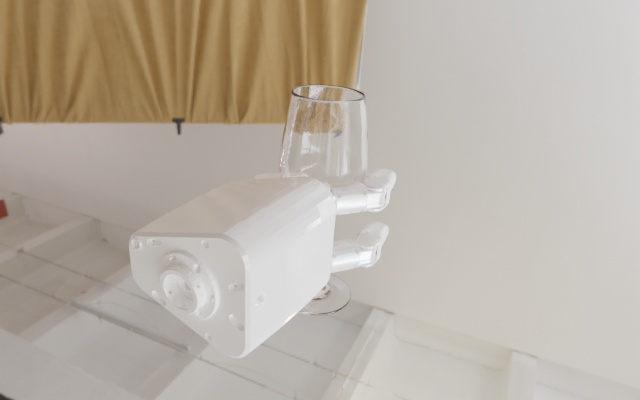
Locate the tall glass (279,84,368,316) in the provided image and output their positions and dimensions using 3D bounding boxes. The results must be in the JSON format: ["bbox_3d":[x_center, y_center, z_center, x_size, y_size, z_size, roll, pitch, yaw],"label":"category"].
[{"bbox_3d":[0.000,0.002,0.434,0.079,0.201,0.079,4,24,-2],"label":"tall glass"}]
